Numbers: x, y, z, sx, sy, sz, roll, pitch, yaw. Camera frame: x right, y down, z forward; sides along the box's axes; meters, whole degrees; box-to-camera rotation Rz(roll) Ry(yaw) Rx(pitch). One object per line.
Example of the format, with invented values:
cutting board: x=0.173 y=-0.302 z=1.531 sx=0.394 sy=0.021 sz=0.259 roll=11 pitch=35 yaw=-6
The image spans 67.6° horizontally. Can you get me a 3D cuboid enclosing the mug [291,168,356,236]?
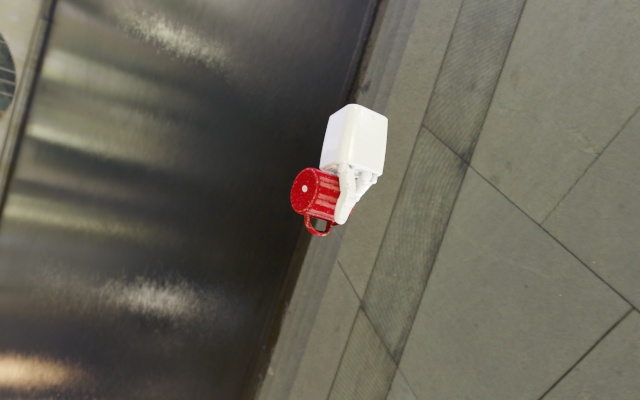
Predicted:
mug: x=0.000 y=0.004 z=0.833 sx=0.081 sy=0.117 sz=0.093 roll=16 pitch=-13 yaw=-35
